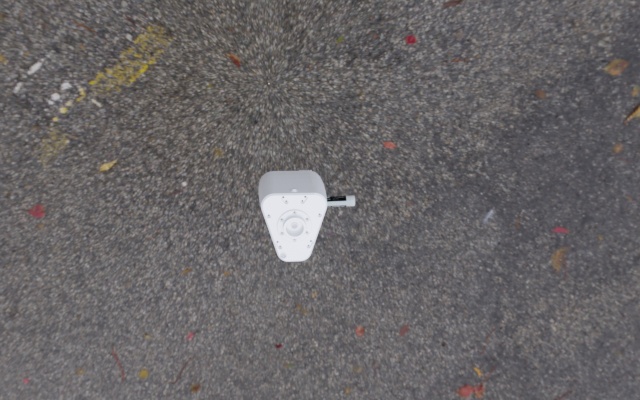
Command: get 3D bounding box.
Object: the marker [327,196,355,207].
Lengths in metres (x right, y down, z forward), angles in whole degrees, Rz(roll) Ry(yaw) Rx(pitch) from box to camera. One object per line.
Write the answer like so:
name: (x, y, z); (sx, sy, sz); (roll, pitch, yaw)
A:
marker: (0.000, 0.003, 0.843); (0.121, 0.020, 0.020); (-2, 0, -6)
